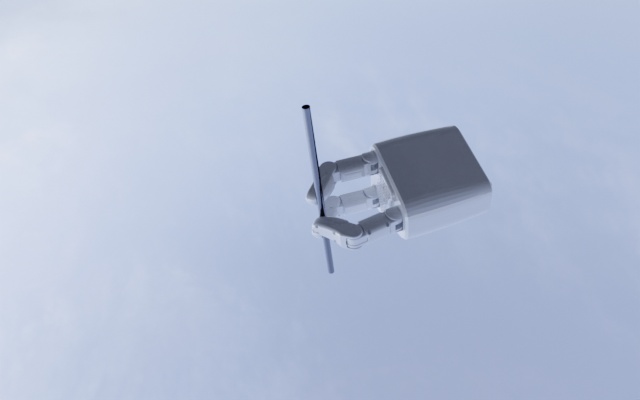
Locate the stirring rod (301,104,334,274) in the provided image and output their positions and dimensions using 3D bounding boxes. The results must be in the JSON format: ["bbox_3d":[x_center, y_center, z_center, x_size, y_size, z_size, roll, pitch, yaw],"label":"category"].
[{"bbox_3d":[0.000,0.002,0.517,0.011,0.240,0.011,-5,43,4],"label":"stirring rod"}]
